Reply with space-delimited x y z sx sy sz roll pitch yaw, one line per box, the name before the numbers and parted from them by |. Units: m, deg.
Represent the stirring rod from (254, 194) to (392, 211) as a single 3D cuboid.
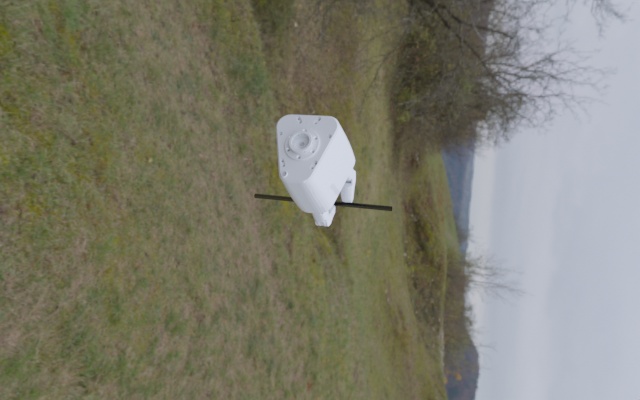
stirring rod | 0.000 0.003 0.802 0.239 0.011 0.011 5 1 17
